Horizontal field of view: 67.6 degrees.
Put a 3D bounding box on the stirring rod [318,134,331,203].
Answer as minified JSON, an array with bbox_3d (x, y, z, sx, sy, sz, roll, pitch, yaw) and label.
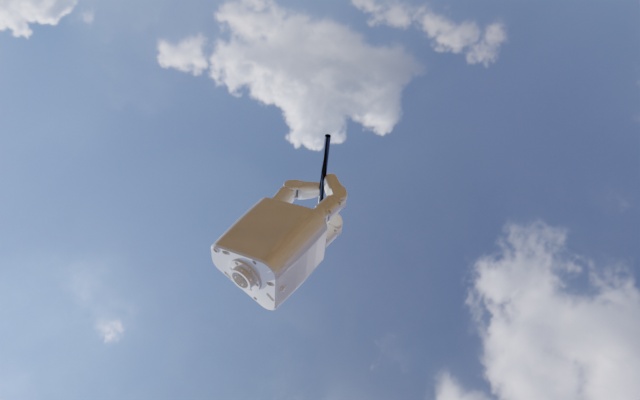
[{"bbox_3d":[0.000,0.002,0.709,0.011,0.240,0.011,3,43,-3],"label":"stirring rod"}]
